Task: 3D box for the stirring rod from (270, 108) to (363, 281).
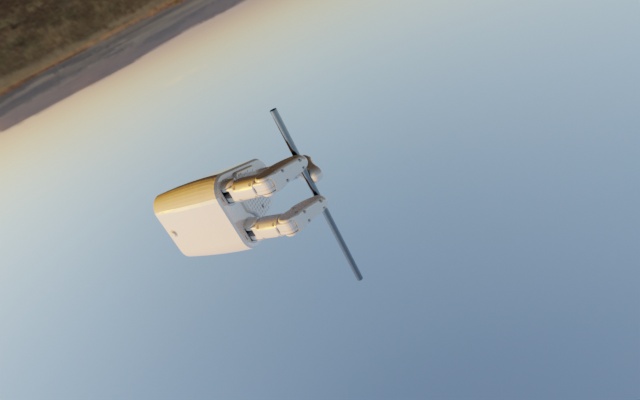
[{"bbox_3d":[0.000,0.002,0.551,0.011,0.240,0.011,-22,26,11],"label":"stirring rod"}]
